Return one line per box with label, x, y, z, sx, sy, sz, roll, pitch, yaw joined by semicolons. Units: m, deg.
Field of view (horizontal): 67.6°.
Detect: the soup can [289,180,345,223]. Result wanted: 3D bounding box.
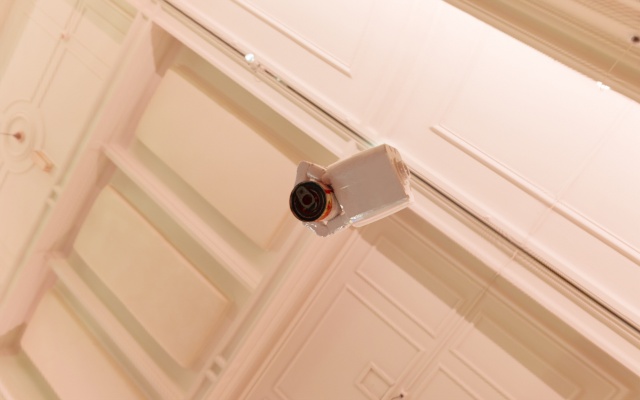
soup can;0.000;0.003;0.811;0.068;0.068;0.102;0;-1;25
